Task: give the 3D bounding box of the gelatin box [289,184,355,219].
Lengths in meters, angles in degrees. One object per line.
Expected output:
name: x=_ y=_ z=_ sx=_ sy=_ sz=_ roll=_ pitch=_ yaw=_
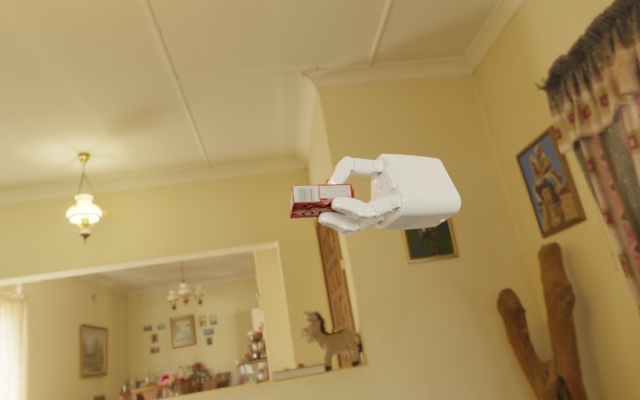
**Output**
gelatin box: x=0.000 y=0.002 z=0.711 sx=0.089 sy=0.030 sz=0.073 roll=-2 pitch=-19 yaw=-9
